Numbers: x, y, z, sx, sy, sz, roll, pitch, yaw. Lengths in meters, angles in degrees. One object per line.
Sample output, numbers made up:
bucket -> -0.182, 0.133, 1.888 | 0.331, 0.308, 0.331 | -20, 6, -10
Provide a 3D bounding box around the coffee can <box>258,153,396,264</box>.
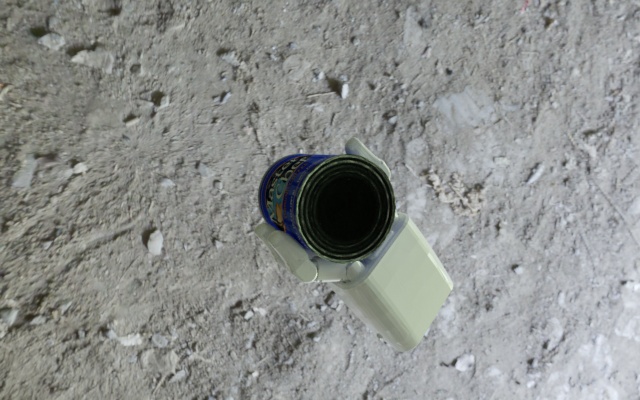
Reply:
coffee can -> 0.000, 0.001, 0.506 | 0.103, 0.103, 0.140 | 0, 5, -21
